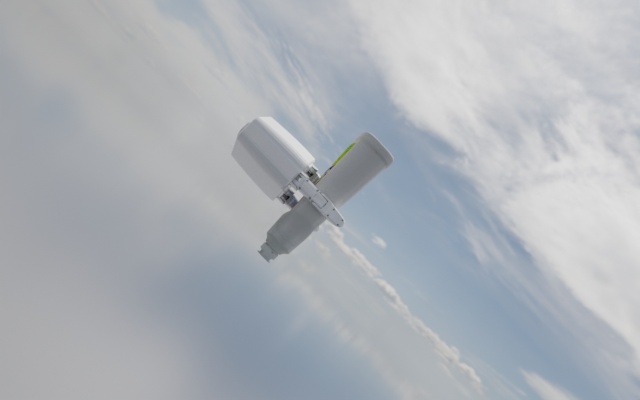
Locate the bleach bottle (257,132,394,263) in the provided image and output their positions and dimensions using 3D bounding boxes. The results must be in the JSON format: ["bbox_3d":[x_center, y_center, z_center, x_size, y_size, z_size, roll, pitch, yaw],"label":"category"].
[{"bbox_3d":[0.000,0.002,0.759,0.251,0.068,0.102,-44,3,-5],"label":"bleach bottle"}]
